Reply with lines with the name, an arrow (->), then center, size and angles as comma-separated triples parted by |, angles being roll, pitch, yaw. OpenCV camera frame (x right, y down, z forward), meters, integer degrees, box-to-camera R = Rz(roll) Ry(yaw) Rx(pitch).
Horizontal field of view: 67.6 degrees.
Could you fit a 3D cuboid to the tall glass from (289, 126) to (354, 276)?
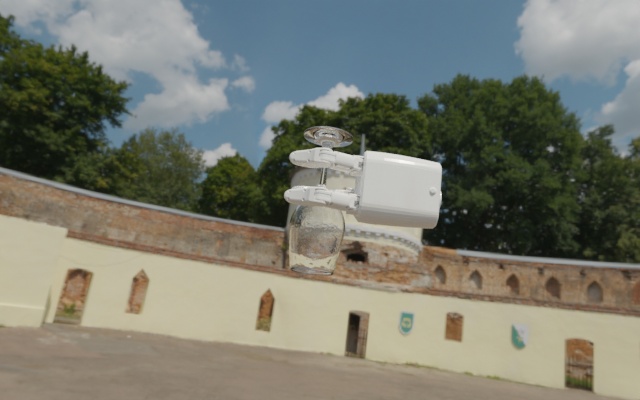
tall glass -> 0.000, 0.002, 0.676 | 0.079, 0.201, 0.079 | 7, -14, 2
